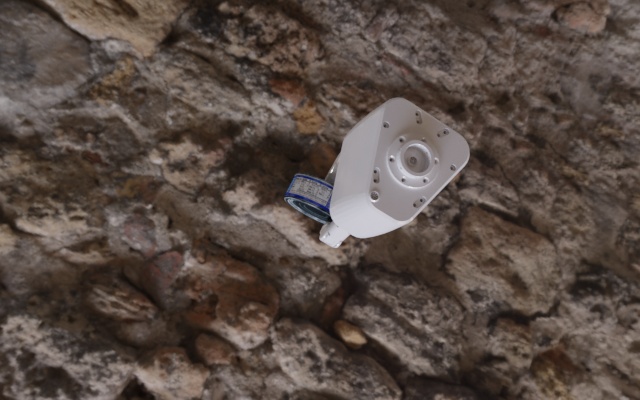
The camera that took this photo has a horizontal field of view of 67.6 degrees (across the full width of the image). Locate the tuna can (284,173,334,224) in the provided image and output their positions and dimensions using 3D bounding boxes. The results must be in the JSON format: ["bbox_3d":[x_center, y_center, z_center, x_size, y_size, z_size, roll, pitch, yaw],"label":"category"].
[{"bbox_3d":[0.000,0.002,0.580,0.086,0.033,0.086,25,-12,6],"label":"tuna can"}]
